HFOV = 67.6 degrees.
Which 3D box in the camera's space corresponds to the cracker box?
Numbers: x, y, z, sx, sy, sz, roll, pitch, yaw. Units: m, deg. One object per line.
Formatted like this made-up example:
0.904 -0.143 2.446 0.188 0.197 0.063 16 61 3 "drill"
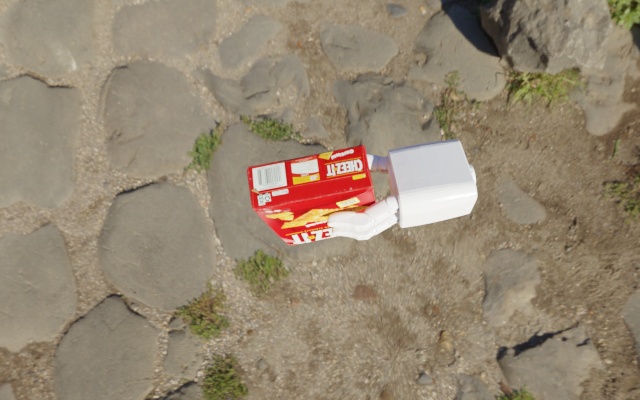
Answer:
0.000 0.002 0.721 0.164 0.072 0.214 -11 -20 6 "cracker box"
